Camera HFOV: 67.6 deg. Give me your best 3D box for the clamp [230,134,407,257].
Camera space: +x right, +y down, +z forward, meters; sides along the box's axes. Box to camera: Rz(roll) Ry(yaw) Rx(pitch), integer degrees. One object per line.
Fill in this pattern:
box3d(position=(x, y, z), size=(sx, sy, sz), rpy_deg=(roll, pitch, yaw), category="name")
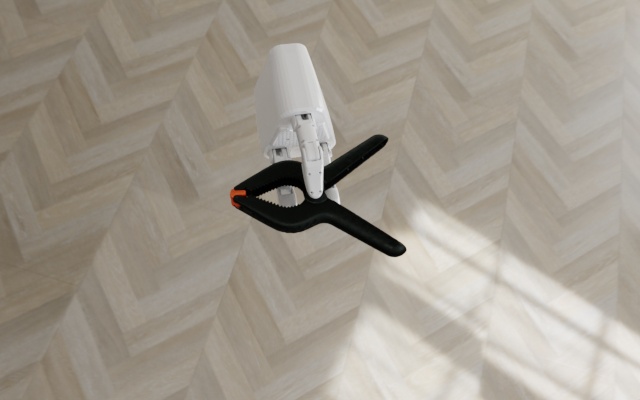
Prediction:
box3d(position=(0.000, 0.001, 0.573), size=(0.210, 0.164, 0.036), rpy_deg=(-8, -26, -10), category="clamp")
